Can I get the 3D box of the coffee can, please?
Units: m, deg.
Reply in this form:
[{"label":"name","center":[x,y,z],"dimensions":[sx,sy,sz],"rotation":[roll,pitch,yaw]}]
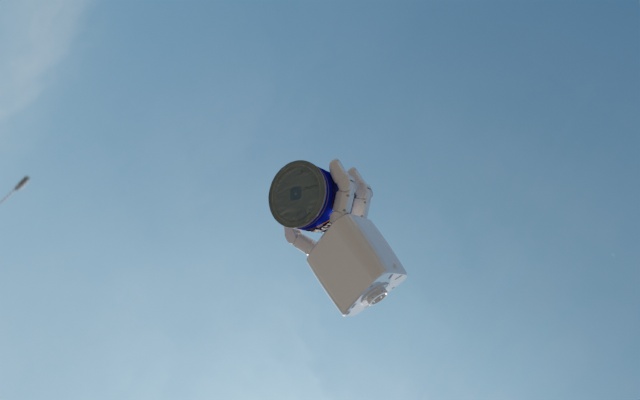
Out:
[{"label":"coffee can","center":[0.000,0.002,0.762],"dimensions":[0.103,0.103,0.140],"rotation":[0,-11,33]}]
